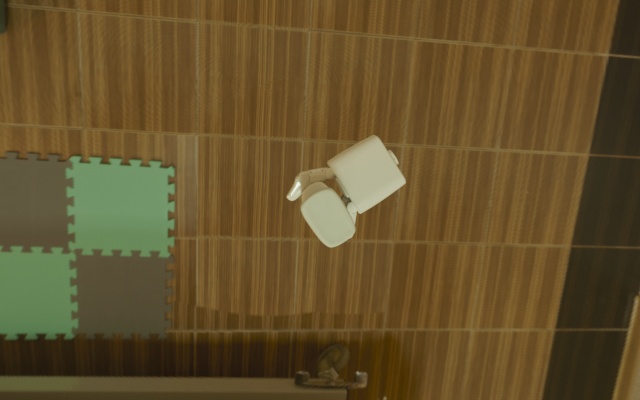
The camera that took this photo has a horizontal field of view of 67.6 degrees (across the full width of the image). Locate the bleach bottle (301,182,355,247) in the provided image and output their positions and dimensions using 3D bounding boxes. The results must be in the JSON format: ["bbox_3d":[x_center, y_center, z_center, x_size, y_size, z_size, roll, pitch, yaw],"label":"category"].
[{"bbox_3d":[0.000,0.003,0.899,0.068,0.102,0.250,-33,15,1],"label":"bleach bottle"}]
